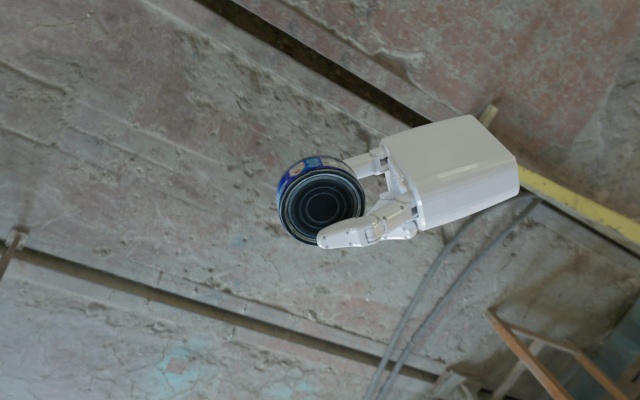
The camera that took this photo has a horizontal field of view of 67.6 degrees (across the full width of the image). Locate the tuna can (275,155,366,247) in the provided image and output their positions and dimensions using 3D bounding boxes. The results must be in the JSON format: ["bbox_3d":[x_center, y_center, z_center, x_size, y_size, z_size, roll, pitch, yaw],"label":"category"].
[{"bbox_3d":[0.000,0.002,0.465,0.086,0.086,0.033,0,26,-10],"label":"tuna can"}]
